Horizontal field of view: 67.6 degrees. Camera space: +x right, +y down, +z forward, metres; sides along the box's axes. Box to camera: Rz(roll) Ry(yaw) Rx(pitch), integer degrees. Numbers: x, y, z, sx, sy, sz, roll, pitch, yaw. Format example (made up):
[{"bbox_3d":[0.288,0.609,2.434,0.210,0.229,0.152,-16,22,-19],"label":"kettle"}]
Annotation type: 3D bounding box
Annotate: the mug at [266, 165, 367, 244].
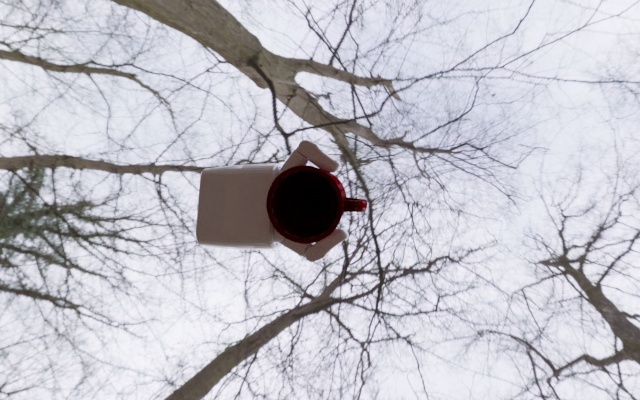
[{"bbox_3d":[0.002,0.002,0.597,0.117,0.093,0.081,0,5,11],"label":"mug"}]
